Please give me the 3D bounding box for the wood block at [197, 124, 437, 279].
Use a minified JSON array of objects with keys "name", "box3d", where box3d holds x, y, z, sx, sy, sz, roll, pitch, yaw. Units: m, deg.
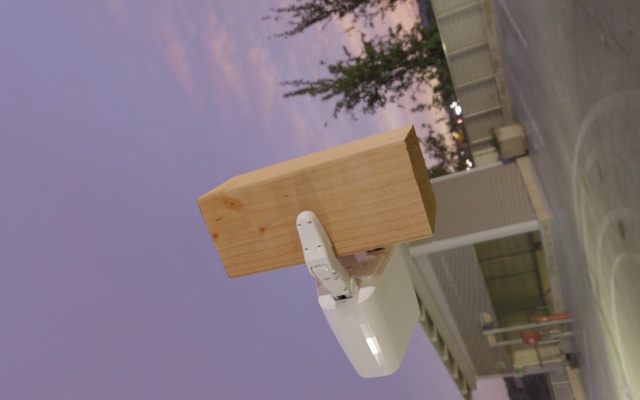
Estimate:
[{"name":"wood block","box3d":[0.000,0.002,0.471,0.206,0.090,0.090,-15,14,19]}]
